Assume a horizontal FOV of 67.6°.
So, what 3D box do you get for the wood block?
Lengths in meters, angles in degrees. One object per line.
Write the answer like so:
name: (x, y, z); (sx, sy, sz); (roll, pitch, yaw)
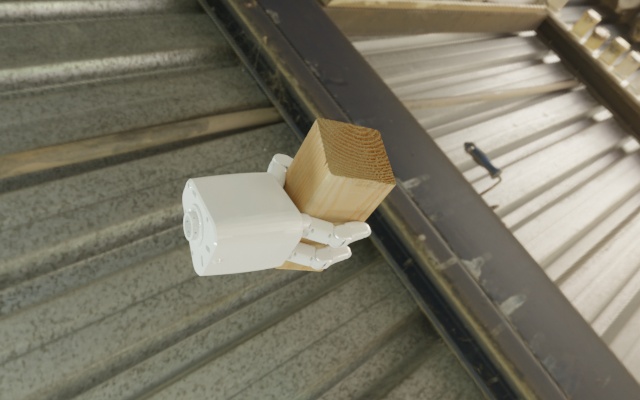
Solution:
wood block: (0.000, 0.002, 0.626); (0.090, 0.090, 0.206); (7, -39, -26)
